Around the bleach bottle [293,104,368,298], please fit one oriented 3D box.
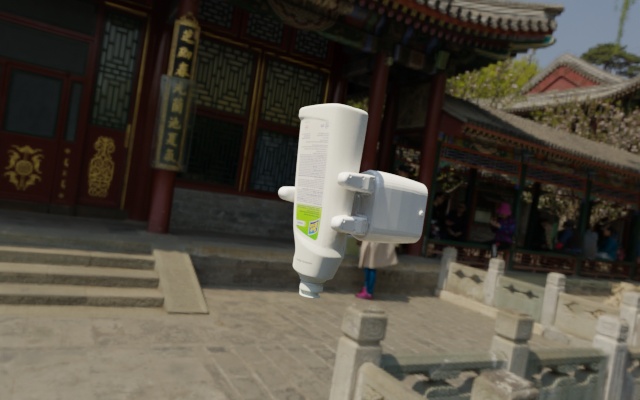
[{"bbox_3d":[0.000,0.002,0.642,0.068,0.251,0.102,9,0,-34],"label":"bleach bottle"}]
